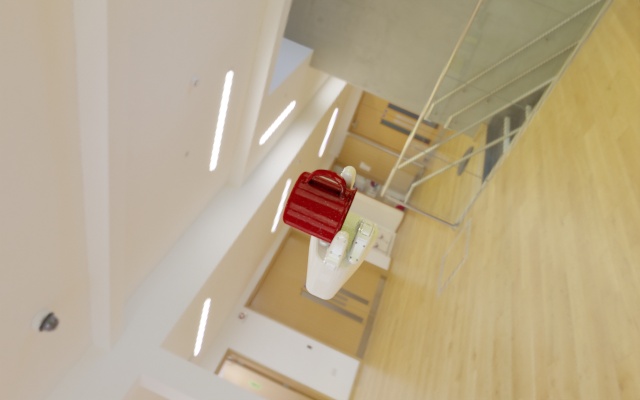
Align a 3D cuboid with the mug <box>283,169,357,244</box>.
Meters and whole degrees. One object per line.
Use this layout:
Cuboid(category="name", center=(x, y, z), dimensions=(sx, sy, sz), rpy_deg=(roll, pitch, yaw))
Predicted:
Cuboid(category="mug", center=(0.000, 0.001, 0.669), dimensions=(0.081, 0.093, 0.117), rpy_deg=(23, -41, 5))
